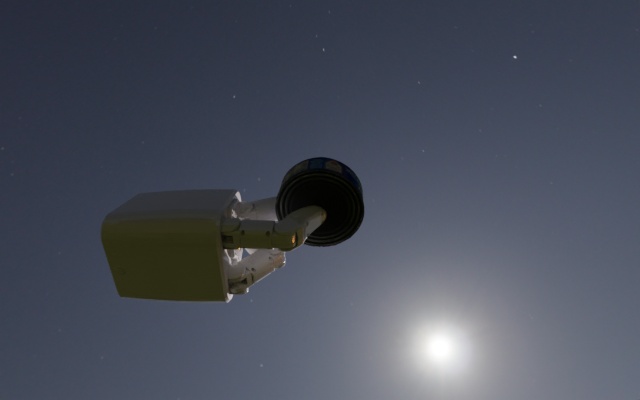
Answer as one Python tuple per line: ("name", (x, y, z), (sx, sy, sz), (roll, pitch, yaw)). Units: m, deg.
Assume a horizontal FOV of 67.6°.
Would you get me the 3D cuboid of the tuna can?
("tuna can", (0.000, 0.001, 0.471), (0.086, 0.086, 0.033), (0, 30, 4))
